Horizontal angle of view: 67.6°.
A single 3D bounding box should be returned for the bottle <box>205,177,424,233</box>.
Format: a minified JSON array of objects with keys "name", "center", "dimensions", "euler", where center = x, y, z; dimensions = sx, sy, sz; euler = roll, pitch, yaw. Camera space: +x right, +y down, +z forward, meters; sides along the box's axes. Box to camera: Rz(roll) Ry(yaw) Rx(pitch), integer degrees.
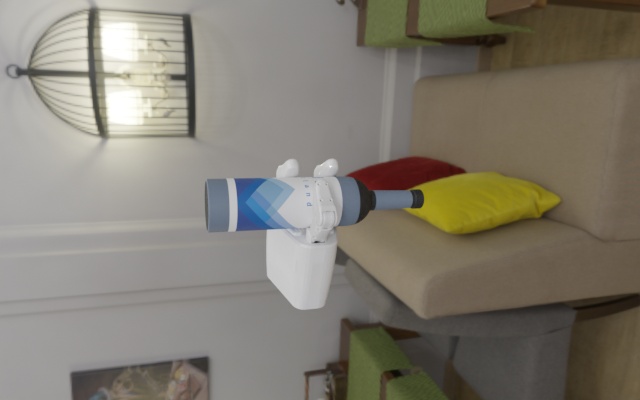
[{"name":"bottle","center":[0.000,0.002,0.632],"dimensions":[0.296,0.069,0.069],"euler":[-2,0,-17]}]
